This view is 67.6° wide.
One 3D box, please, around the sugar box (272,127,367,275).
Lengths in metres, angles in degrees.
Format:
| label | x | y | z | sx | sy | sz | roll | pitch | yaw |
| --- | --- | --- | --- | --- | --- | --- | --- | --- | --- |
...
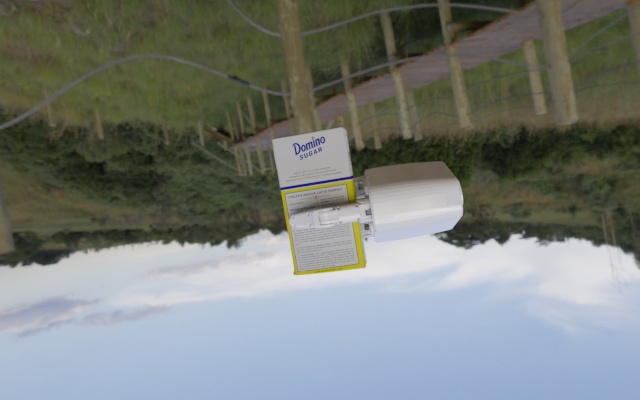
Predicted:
| label | x | y | z | sx | sy | sz | roll | pitch | yaw |
| --- | --- | --- | --- | --- | --- | --- | --- | --- | --- |
| sugar box | 0.000 | 0.002 | 0.605 | 0.093 | 0.176 | 0.048 | -8 | 1 | 8 |
